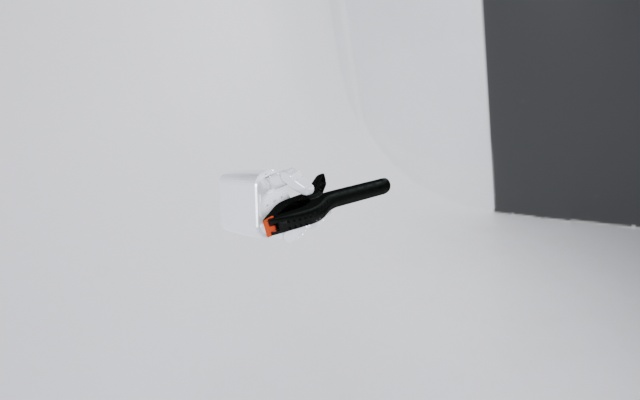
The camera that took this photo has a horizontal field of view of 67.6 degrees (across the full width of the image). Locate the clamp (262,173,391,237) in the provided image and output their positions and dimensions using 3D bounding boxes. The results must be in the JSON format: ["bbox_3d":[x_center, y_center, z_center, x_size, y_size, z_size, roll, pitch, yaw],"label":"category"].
[{"bbox_3d":[-0.001,0.002,0.760,0.164,0.036,0.210,2,24,41],"label":"clamp"}]
